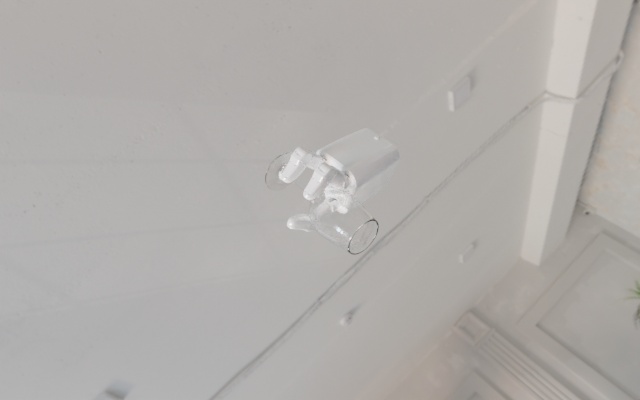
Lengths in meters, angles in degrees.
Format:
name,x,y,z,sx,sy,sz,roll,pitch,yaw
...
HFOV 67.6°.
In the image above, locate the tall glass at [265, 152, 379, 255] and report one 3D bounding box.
name,x,y,z,sx,sy,sz,roll,pitch,yaw
tall glass,0.000,0.002,0.754,0.079,0.079,0.201,0,32,-48
